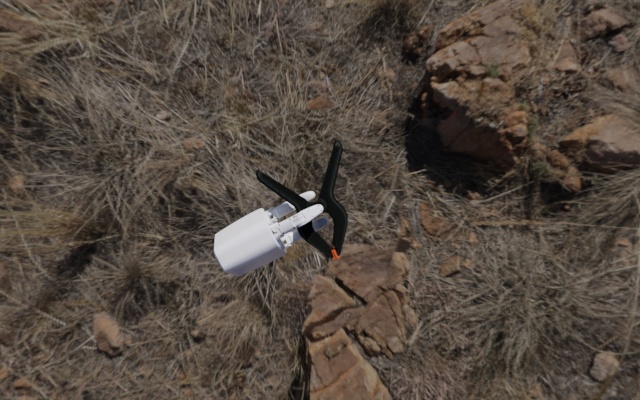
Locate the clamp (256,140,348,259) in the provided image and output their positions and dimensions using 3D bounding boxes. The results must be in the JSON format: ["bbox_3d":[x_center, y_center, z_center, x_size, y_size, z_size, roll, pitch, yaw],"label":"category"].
[{"bbox_3d":[0.000,0.003,0.869,0.164,0.210,0.036,-28,2,0],"label":"clamp"}]
